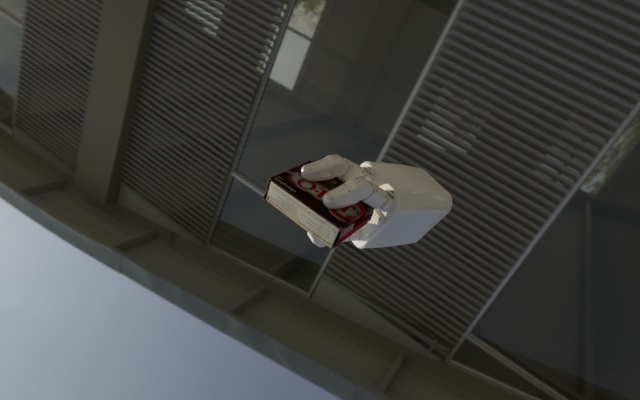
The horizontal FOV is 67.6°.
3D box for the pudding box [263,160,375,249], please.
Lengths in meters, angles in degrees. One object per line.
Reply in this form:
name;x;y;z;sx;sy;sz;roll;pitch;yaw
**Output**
pudding box;0.000;0.002;0.594;0.113;0.039;0.090;33;32;20
